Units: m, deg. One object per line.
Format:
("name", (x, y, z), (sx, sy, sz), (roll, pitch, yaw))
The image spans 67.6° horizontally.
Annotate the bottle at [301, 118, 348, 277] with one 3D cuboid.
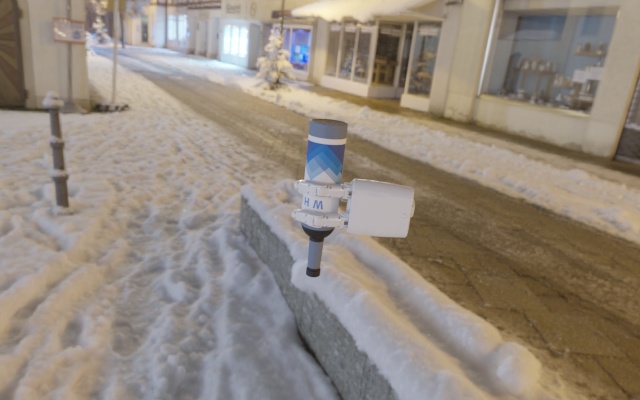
("bottle", (0.000, 0.003, 0.872), (0.069, 0.296, 0.069), (5, 18, -2))
